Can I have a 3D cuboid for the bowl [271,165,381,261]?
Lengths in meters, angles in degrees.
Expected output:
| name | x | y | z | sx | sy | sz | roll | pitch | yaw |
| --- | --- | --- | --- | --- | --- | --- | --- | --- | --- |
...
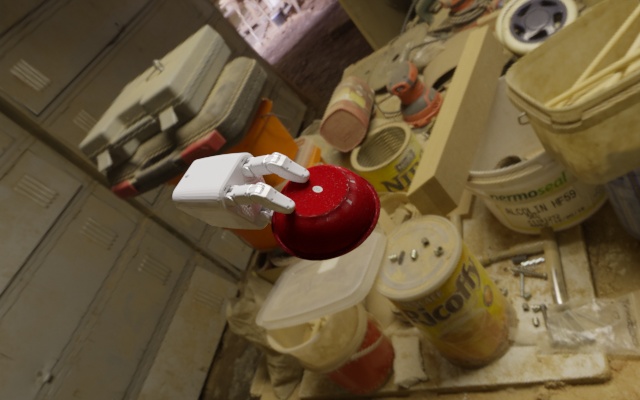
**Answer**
| name | x | y | z | sx | sy | sz | roll | pitch | yaw |
| --- | --- | --- | --- | --- | --- | --- | --- | --- | --- |
| bowl | 0.001 | 0.002 | 0.668 | 0.162 | 0.162 | 0.055 | 0 | -38 | 17 |
